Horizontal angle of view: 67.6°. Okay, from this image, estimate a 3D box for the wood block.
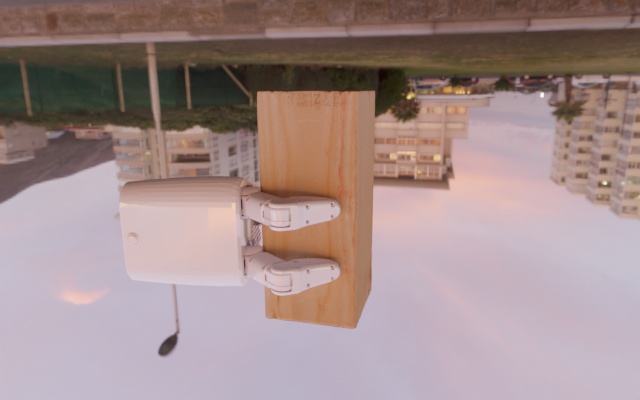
[{"bbox_3d":[0.000,0.002,0.451,0.090,0.206,0.091,3,14,14],"label":"wood block"}]
